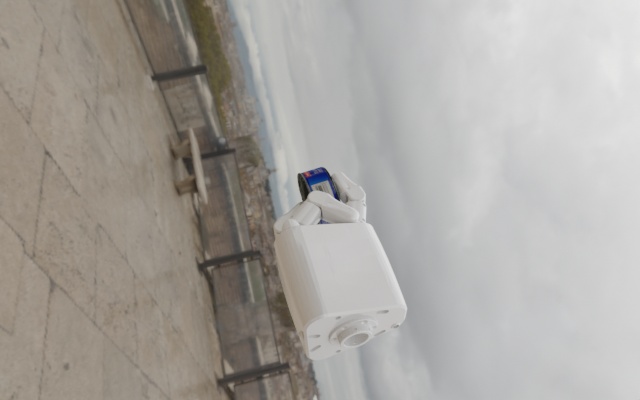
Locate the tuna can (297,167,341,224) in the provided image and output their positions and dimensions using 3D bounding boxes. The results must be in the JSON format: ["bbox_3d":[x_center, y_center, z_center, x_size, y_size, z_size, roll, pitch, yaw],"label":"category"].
[{"bbox_3d":[0.001,0.002,0.600,0.034,0.086,0.086,-18,3,-9],"label":"tuna can"}]
